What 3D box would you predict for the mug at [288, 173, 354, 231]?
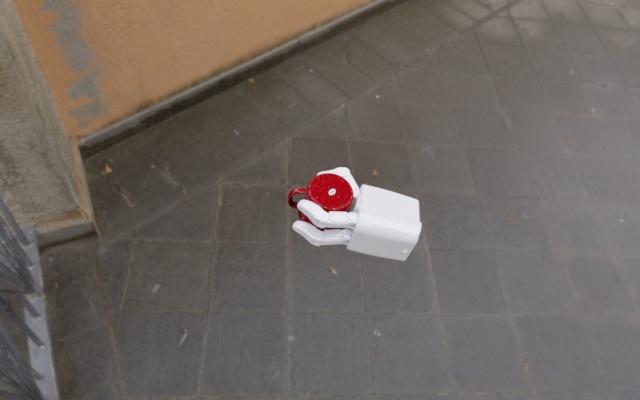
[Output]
[{"bbox_3d":[-0.001,0.002,0.843,0.117,0.093,0.082,13,-36,-2],"label":"mug"}]
